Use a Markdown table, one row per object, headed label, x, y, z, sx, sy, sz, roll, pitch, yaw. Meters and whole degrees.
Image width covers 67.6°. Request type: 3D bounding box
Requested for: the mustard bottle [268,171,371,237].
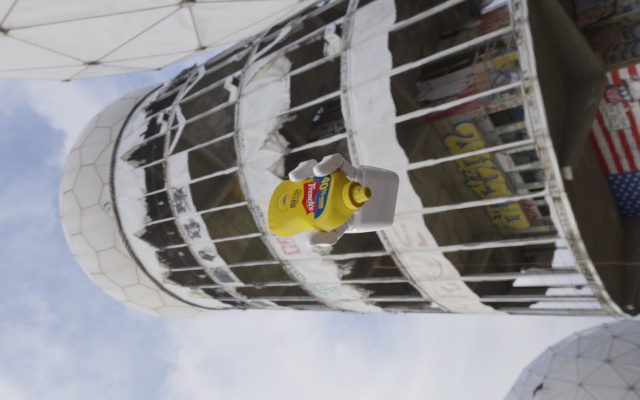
| label | x | y | z | sx | sy | sz | roll | pitch | yaw |
| --- | --- | --- | --- | --- | --- | --- | --- | --- | --- |
| mustard bottle | 0.000 | 0.002 | 0.757 | 0.191 | 0.096 | 0.058 | -11 | -33 | 42 |
